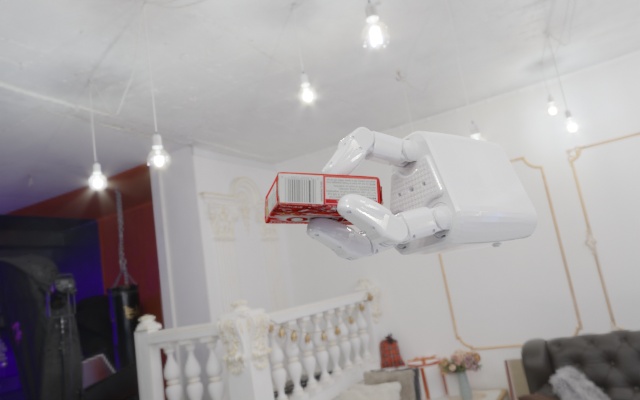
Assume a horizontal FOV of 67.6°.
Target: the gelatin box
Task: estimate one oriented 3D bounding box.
[{"bbox_3d":[0.000,0.001,0.416,0.089,0.030,0.073,2,-15,-14],"label":"gelatin box"}]
